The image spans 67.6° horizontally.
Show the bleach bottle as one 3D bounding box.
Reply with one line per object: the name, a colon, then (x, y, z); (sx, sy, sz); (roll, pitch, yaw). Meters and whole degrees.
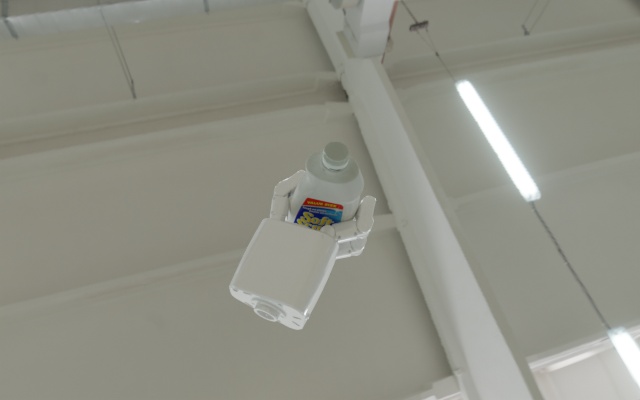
bleach bottle: (0.000, 0.002, 0.656); (0.102, 0.068, 0.251); (22, -29, 7)
